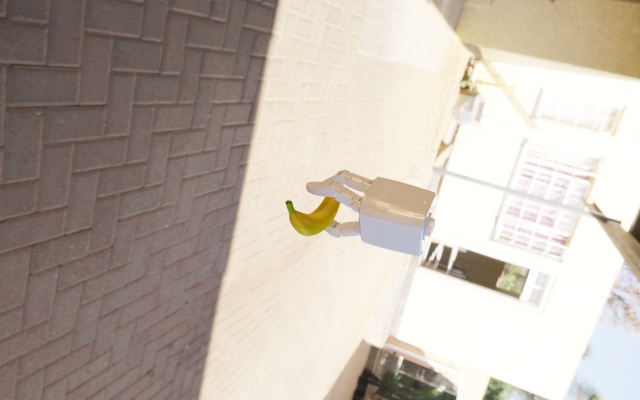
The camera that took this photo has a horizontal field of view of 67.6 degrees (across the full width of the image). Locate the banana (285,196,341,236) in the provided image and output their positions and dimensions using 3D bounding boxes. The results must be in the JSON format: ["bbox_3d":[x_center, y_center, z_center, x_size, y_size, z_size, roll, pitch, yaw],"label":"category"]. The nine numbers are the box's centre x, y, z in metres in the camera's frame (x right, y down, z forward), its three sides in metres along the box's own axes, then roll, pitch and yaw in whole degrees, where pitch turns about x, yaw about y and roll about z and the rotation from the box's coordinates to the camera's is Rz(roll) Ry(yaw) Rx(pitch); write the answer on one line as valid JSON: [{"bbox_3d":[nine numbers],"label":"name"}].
[{"bbox_3d":[-0.003,0.021,0.817,0.037,0.069,0.198,11,13,22],"label":"banana"}]
